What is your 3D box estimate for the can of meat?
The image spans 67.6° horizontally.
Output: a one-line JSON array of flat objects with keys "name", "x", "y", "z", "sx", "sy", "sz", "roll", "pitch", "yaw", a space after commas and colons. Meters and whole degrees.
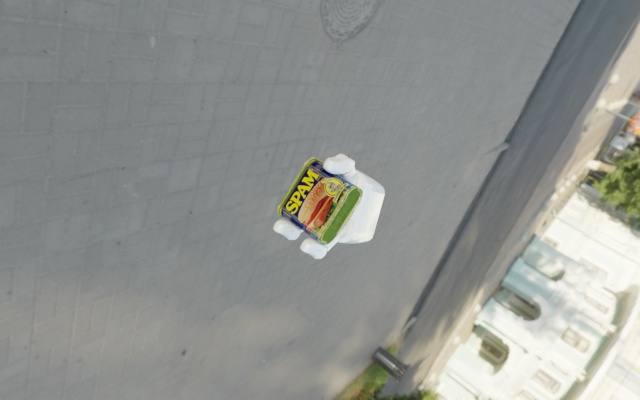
[{"name": "can of meat", "x": 0.000, "y": 0.002, "z": 0.697, "sx": 0.084, "sy": 0.102, "sz": 0.057, "roll": 35, "pitch": 5, "yaw": 24}]
